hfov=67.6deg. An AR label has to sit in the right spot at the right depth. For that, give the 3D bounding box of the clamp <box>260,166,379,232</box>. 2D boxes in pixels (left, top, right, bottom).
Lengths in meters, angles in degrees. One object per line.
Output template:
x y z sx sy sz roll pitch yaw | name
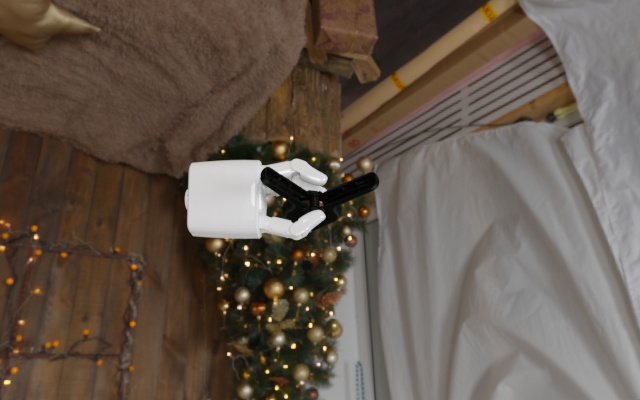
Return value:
0.000 0.003 0.736 0.164 0.036 0.210 1 -23 1 | clamp
